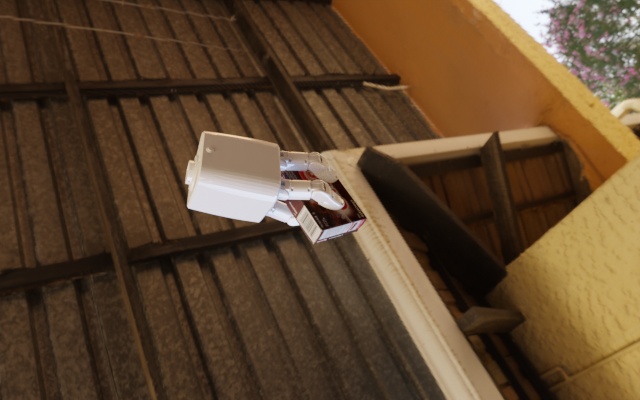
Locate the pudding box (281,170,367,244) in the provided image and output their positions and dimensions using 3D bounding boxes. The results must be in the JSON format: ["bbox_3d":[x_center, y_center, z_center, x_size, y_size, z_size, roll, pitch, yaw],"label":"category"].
[{"bbox_3d":[0.000,0.002,0.697,0.090,0.113,0.039,-13,-30,-39],"label":"pudding box"}]
